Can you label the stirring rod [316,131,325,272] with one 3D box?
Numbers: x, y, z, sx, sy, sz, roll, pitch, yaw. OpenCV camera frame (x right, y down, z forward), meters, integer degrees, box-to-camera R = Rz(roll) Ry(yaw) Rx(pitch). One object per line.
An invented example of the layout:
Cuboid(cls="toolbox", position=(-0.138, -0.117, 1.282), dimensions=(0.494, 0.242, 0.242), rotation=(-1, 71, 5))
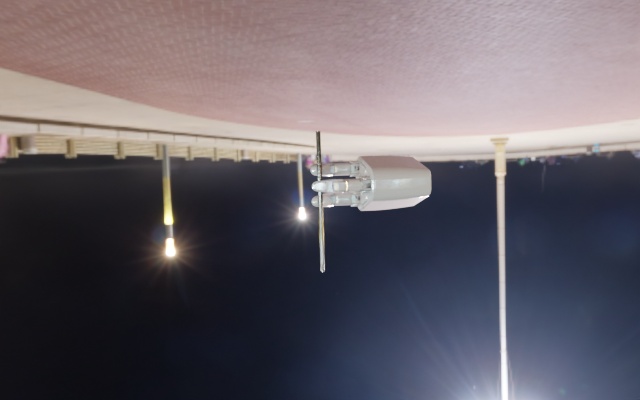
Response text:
Cuboid(cls="stirring rod", position=(0.000, 0.003, 0.817), dimensions=(0.011, 0.239, 0.011), rotation=(-2, 4, 0))
